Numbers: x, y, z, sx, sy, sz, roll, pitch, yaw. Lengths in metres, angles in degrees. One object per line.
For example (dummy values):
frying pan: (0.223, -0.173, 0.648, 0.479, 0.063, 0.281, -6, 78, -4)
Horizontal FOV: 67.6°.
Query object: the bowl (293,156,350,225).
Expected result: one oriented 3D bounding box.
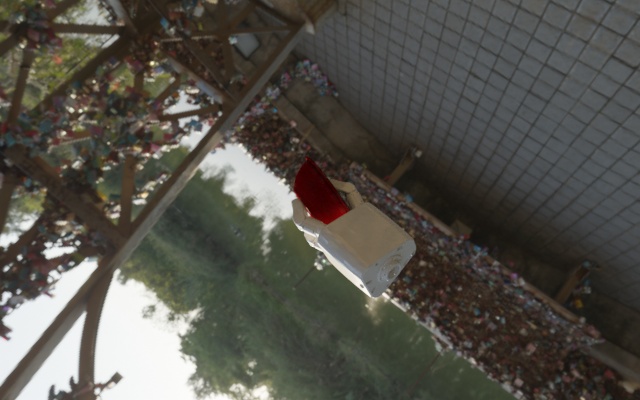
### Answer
bowl: (-0.001, 0.002, 0.840, 0.055, 0.162, 0.162, -35, 3, -4)
